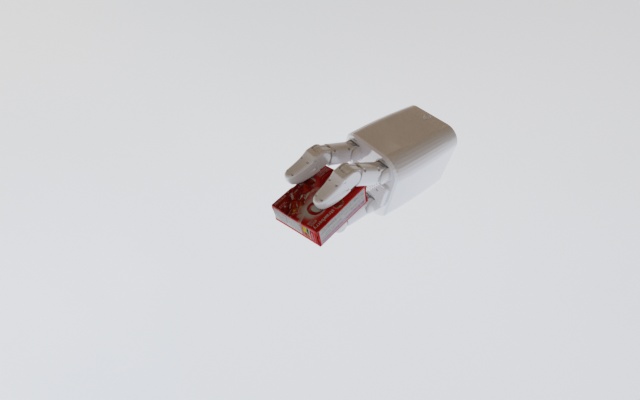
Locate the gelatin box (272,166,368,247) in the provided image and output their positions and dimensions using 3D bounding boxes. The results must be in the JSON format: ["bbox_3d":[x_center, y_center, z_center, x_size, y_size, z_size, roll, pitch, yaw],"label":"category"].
[{"bbox_3d":[0.000,0.002,0.557,0.073,0.030,0.089,29,59,32],"label":"gelatin box"}]
